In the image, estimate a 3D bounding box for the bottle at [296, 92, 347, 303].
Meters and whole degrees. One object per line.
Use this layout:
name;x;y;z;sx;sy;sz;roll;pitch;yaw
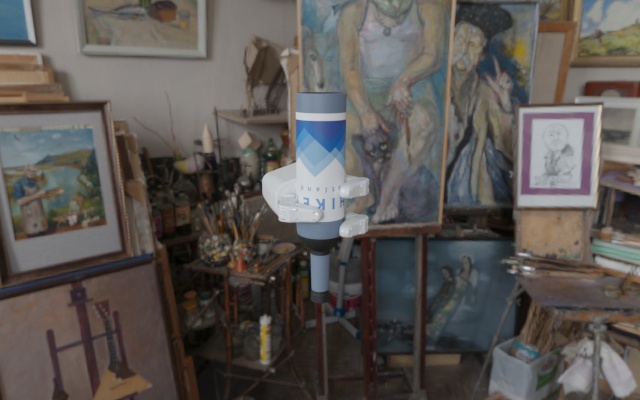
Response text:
bottle;0.000;0.002;0.660;0.069;0.296;0.069;0;15;0
